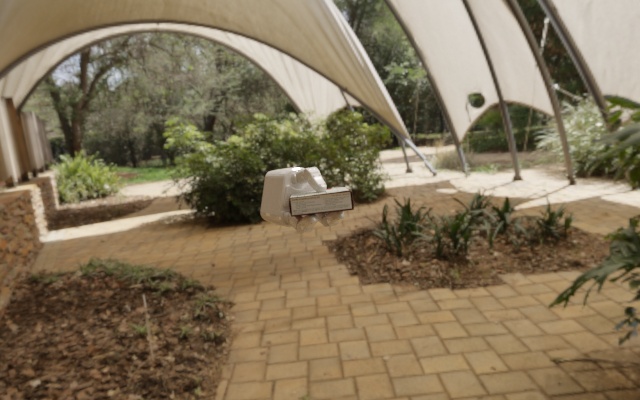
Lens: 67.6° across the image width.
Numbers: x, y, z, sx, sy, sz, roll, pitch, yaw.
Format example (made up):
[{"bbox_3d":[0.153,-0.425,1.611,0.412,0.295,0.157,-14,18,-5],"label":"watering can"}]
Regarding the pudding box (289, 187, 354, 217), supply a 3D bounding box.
[{"bbox_3d":[0.000,0.003,0.862,0.113,0.039,0.090,-8,5,-1],"label":"pudding box"}]
